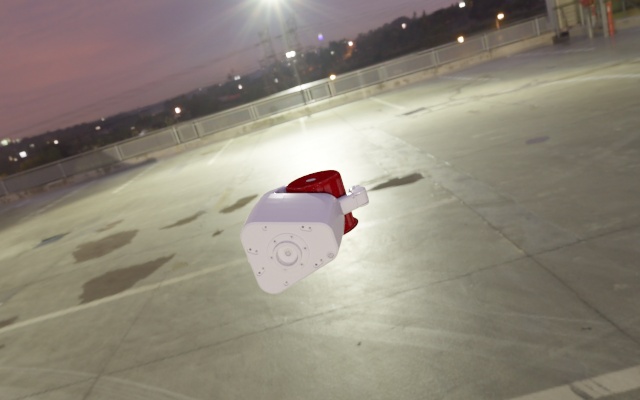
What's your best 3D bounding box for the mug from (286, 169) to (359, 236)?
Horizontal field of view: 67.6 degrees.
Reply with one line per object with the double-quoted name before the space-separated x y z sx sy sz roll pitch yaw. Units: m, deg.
"mug" 0.000 0.002 0.696 0.093 0.081 0.117 -15 16 7
